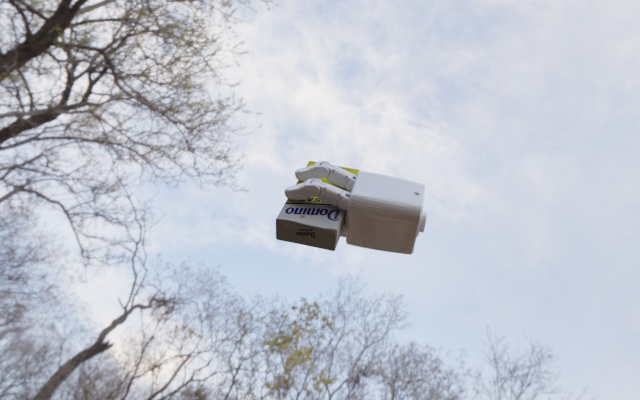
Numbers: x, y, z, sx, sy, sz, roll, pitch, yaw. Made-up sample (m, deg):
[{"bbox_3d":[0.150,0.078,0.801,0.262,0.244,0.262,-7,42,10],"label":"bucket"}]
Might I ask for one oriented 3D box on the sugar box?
[{"bbox_3d":[0.000,0.002,0.753,0.093,0.048,0.176,10,33,10],"label":"sugar box"}]
